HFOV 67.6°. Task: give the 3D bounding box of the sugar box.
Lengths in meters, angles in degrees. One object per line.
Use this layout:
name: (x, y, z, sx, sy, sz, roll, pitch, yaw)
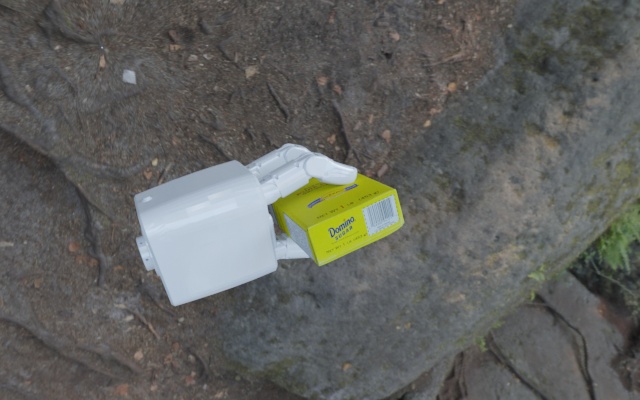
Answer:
sugar box: (0.000, 0.001, 0.497, 0.093, 0.048, 0.176, -23, 24, -17)
